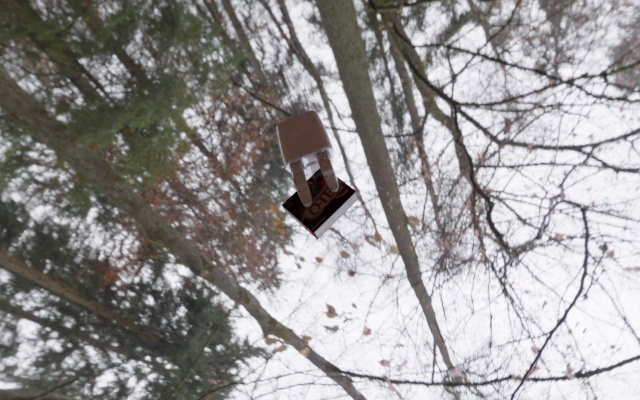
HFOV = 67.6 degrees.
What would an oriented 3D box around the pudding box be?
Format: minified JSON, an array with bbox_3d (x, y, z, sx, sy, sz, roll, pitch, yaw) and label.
[{"bbox_3d":[0.000,0.003,0.881,0.090,0.113,0.039,39,-10,30],"label":"pudding box"}]
